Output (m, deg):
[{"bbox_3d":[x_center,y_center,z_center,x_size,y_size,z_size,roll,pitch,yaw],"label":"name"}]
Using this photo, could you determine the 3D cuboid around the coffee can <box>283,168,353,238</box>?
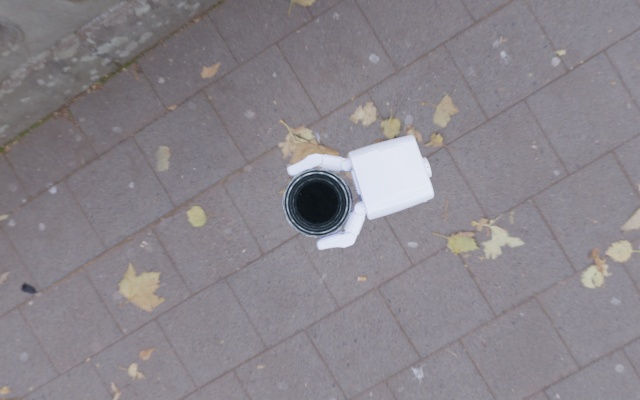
[{"bbox_3d":[0.000,0.002,0.768,0.103,0.103,0.140,0,1,4],"label":"coffee can"}]
